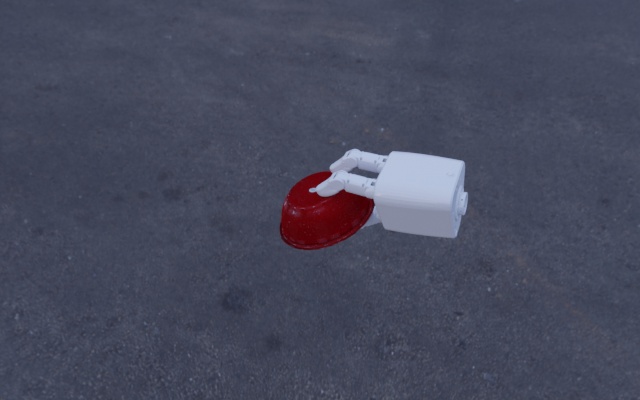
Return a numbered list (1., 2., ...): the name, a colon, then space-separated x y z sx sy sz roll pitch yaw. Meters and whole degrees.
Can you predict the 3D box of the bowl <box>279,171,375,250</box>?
1. bowl: -0.001 0.002 0.751 0.162 0.055 0.162 -17 34 12
